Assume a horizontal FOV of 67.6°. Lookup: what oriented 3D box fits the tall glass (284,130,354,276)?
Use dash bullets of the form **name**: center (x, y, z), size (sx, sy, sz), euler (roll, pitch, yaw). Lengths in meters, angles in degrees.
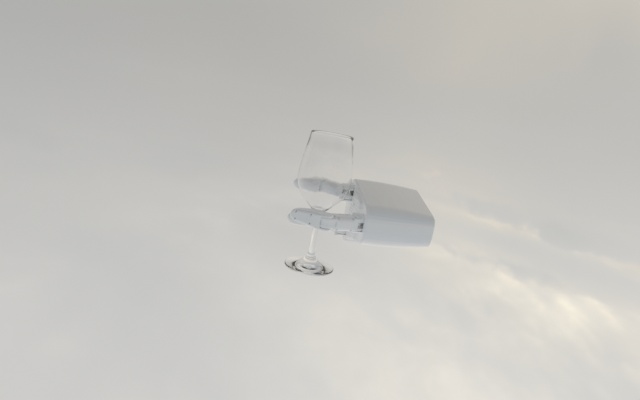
- **tall glass**: center (0.000, 0.003, 0.692), size (0.079, 0.201, 0.079), euler (9, 12, -2)
